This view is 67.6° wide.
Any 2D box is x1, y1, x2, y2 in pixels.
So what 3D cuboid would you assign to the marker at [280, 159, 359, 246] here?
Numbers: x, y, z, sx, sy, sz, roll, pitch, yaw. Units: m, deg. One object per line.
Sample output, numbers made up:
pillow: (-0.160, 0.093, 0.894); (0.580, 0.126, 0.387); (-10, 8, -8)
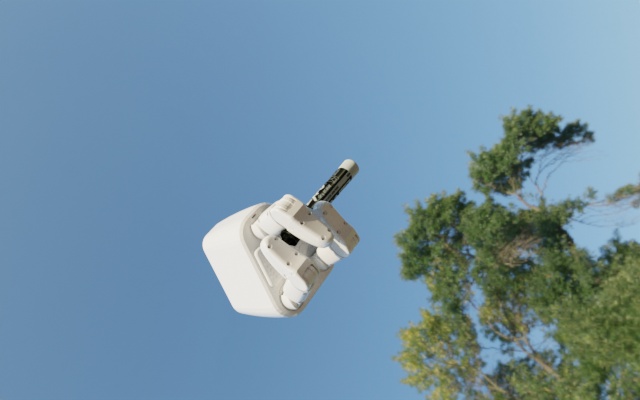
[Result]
marker: (0.000, 0.002, 0.471); (0.020, 0.020, 0.121); (0, 39, 45)
